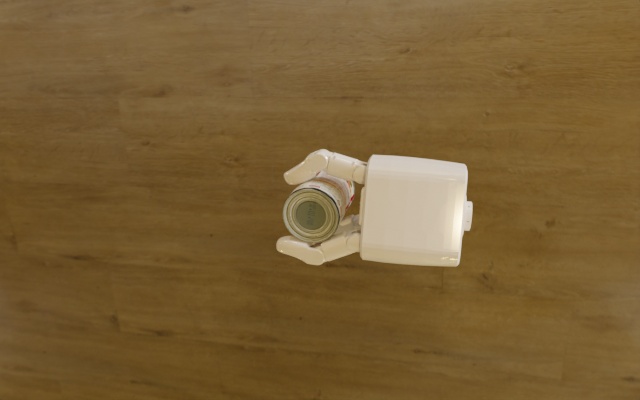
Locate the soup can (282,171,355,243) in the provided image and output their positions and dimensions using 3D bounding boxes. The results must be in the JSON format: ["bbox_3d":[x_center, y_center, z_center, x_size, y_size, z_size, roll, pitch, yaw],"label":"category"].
[{"bbox_3d":[0.000,0.002,0.574,0.068,0.068,0.102,0,19,14],"label":"soup can"}]
